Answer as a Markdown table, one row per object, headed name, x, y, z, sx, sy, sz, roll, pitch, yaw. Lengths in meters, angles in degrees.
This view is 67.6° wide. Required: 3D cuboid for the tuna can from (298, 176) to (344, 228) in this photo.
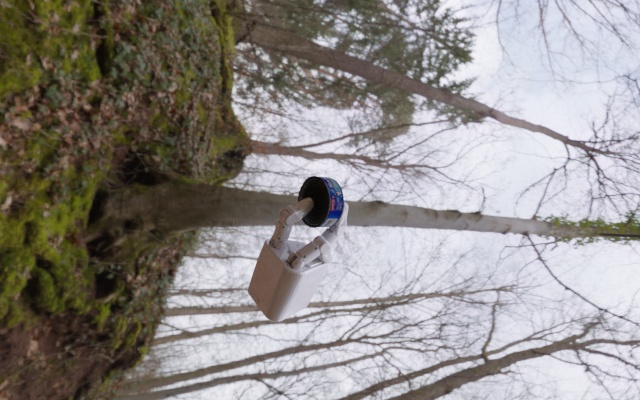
| name | x | y | z | sx | sy | sz | roll | pitch | yaw |
| --- | --- | --- | --- | --- | --- | --- | --- | --- | --- |
| tuna can | 0.001 | 0.003 | 0.794 | 0.034 | 0.086 | 0.086 | 1 | -1 | -39 |
